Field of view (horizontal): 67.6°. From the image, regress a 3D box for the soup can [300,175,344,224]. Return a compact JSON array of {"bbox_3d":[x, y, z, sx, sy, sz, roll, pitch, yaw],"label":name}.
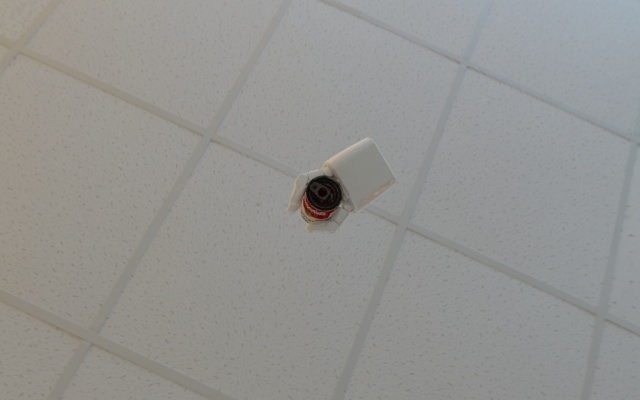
[{"bbox_3d":[0.000,0.003,0.890,0.068,0.068,0.102,0,-19,-9],"label":"soup can"}]
